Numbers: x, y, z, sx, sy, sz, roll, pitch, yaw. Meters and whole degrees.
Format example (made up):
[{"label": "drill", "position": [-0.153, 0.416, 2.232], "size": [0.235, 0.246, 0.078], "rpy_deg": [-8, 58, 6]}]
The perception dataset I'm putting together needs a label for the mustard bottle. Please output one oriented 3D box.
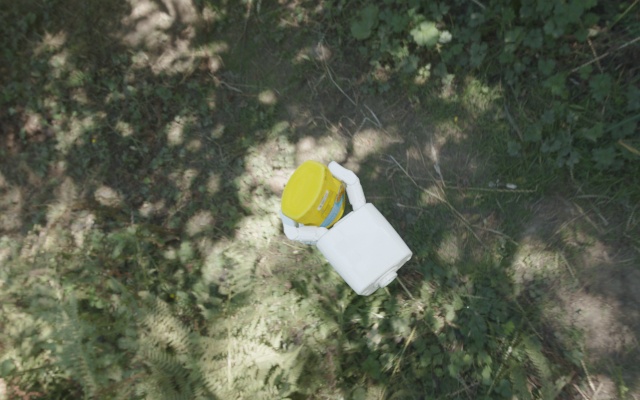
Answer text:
[{"label": "mustard bottle", "position": [0.000, 0.002, 0.799], "size": [0.058, 0.096, 0.192], "rpy_deg": [24, -4, 21]}]
